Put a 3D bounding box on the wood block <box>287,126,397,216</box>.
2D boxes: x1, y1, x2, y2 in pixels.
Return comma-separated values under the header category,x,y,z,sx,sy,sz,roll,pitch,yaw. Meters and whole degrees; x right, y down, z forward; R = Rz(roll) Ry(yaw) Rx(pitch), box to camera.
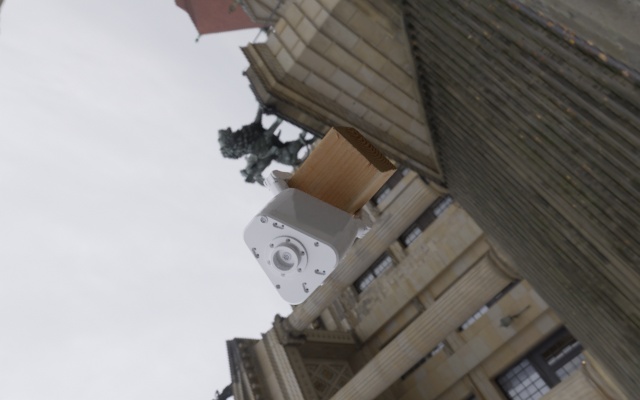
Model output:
category,x,y,z,sx,sy,sz,roll,pitch,yaw
wood block,0.000,0.002,0.679,0.091,0.206,0.090,45,21,11
